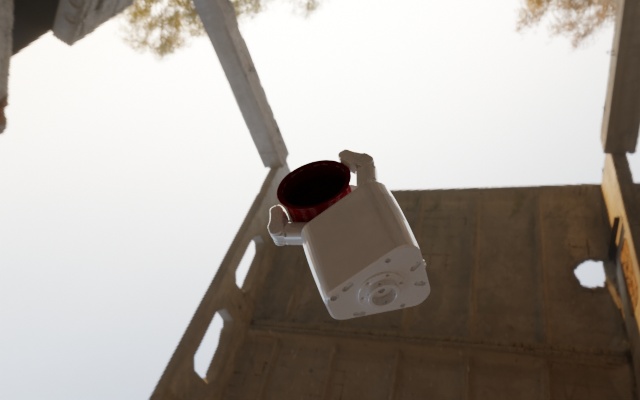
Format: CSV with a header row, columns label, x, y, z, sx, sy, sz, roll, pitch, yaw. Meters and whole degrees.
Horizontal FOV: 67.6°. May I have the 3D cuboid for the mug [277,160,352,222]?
label,x,y,z,sx,sy,sz,roll,pitch,yaw
mug,0.000,0.001,0.607,0.093,0.082,0.117,-19,37,1
